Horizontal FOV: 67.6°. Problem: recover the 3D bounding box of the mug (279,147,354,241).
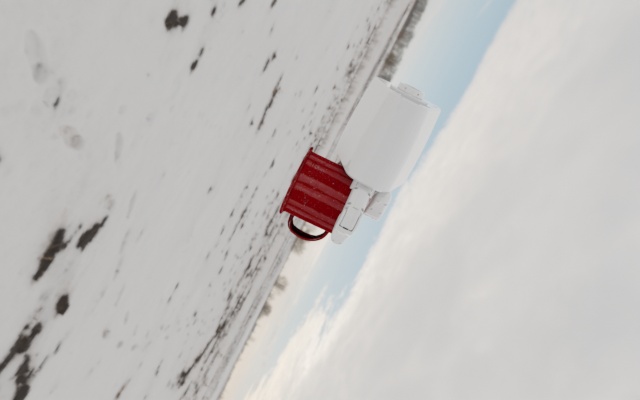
[{"bbox_3d":[0.000,0.003,0.601,0.081,0.117,0.093,26,22,0],"label":"mug"}]
